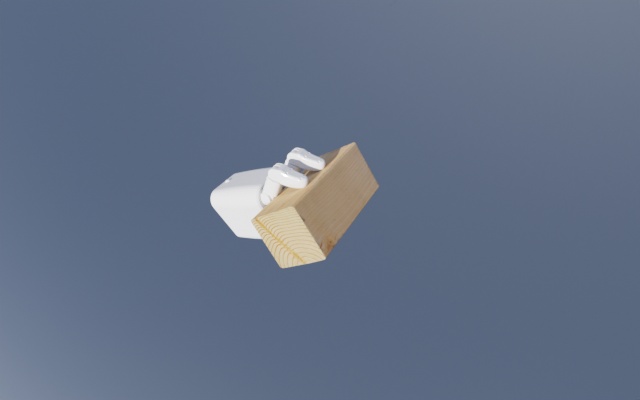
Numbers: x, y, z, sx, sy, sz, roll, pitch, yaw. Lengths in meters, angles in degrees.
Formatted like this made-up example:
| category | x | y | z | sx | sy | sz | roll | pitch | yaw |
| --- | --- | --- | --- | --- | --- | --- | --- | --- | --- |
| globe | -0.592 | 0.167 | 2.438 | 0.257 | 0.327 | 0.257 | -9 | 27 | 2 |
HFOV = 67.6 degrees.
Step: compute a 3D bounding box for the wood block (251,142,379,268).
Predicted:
| category | x | y | z | sx | sy | sz | roll | pitch | yaw |
| --- | --- | --- | --- | --- | --- | --- | --- | --- | --- |
| wood block | 0.000 | 0.003 | 0.740 | 0.090 | 0.091 | 0.206 | -18 | 20 | 38 |
